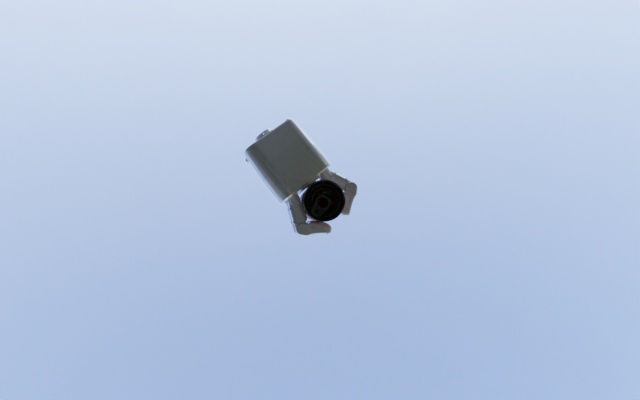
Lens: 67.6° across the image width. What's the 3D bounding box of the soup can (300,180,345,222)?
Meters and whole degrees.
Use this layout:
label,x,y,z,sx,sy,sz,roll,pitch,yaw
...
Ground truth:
label,x,y,z,sx,sy,sz,roll,pitch,yaw
soup can,0.000,0.003,0.811,0.068,0.068,0.102,0,-3,-7
